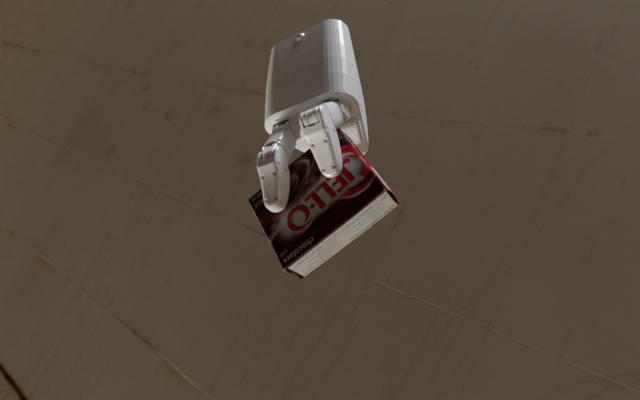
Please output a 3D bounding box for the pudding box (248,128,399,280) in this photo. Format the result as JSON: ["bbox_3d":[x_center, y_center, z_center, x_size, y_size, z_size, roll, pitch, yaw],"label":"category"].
[{"bbox_3d":[0.000,0.001,0.429,0.113,0.090,0.039,-41,-39,9],"label":"pudding box"}]
